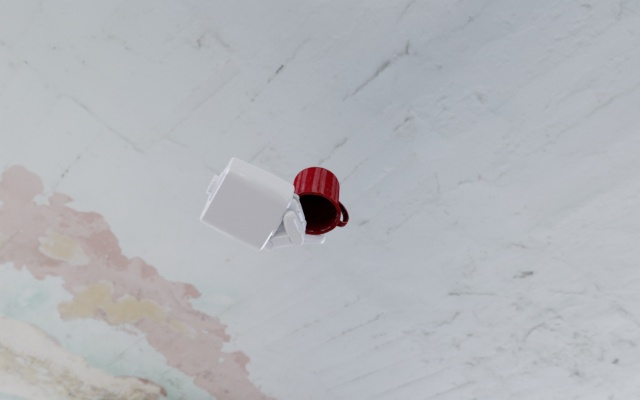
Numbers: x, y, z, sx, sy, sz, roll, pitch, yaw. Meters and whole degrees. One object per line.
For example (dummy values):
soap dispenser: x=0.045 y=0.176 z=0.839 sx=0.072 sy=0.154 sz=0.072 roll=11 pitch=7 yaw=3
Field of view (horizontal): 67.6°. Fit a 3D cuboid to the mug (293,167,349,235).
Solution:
mug: x=0.001 y=0.003 z=0.805 sx=0.117 sy=0.081 sz=0.093 roll=29 pitch=-54 yaw=-17
